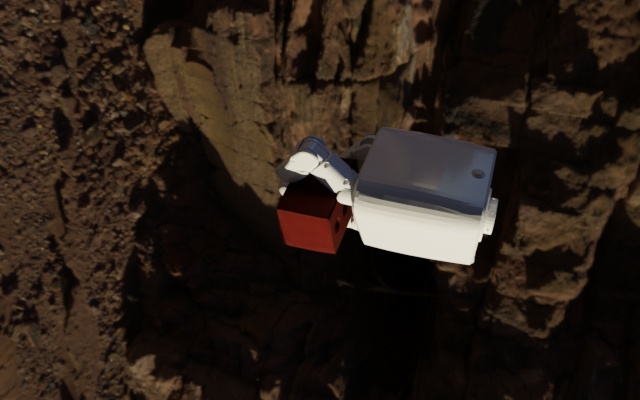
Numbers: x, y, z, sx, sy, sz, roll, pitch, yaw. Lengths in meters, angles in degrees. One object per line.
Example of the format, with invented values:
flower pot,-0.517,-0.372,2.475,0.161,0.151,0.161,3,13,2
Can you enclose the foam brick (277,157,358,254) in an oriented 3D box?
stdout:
foam brick,0.000,0.002,0.445,0.051,0.078,0.053,12,-38,18
